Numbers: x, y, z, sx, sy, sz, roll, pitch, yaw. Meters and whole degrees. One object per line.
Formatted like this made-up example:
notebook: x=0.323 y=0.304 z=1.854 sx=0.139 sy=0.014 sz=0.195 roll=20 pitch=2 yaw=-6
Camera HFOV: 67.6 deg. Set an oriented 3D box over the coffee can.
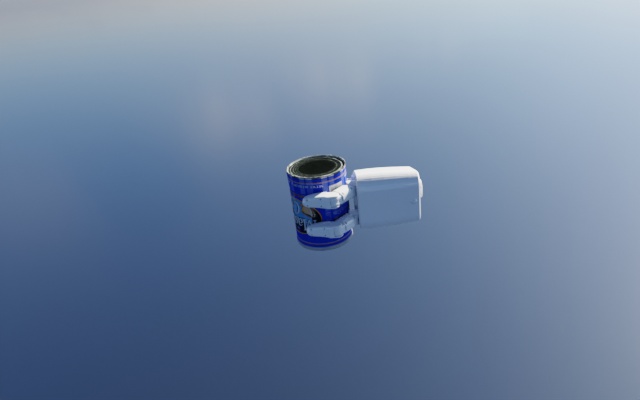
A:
coffee can: x=0.000 y=0.003 z=0.844 sx=0.103 sy=0.140 sz=0.102 roll=-6 pitch=26 yaw=3
